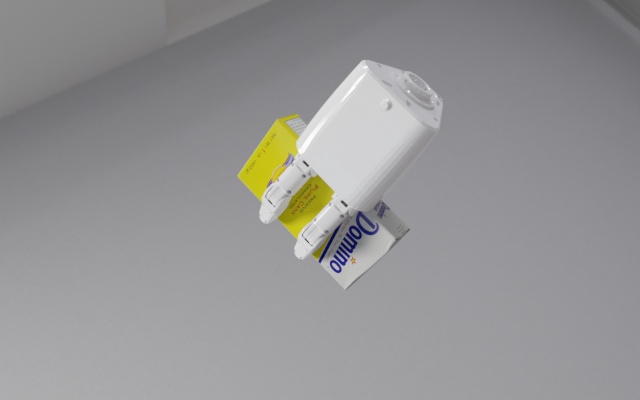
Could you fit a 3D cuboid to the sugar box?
[{"bbox_3d":[0.000,0.002,0.515,0.093,0.176,0.048,-50,-11,32],"label":"sugar box"}]
